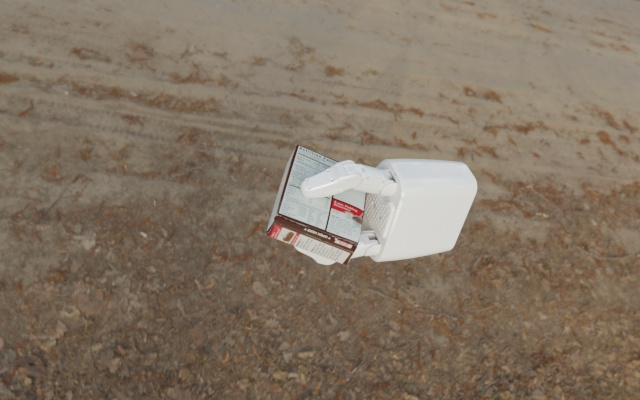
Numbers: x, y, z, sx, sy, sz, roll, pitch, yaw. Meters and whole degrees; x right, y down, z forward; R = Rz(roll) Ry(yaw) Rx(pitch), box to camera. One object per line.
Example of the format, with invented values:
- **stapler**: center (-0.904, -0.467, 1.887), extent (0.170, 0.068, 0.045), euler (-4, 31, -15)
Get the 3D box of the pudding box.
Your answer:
- **pudding box**: center (0.000, 0.002, 0.500), extent (0.090, 0.113, 0.039), euler (21, -47, -8)
